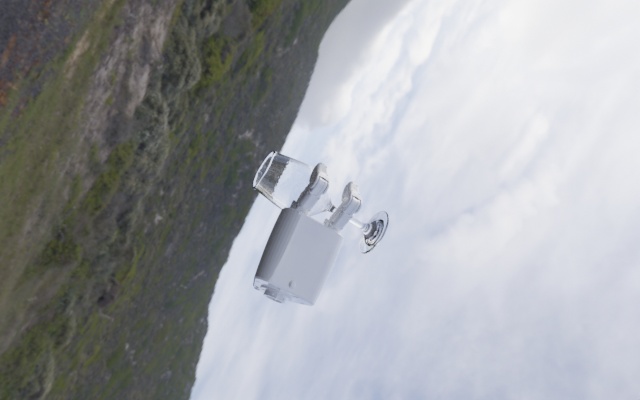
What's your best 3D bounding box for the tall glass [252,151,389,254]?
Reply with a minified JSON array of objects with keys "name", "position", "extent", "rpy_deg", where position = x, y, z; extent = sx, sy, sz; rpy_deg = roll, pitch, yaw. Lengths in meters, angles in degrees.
[{"name":"tall glass","position":[0.001,0.003,0.711],"extent":[0.201,0.079,0.079],"rpy_deg":[30,-10,-17]}]
